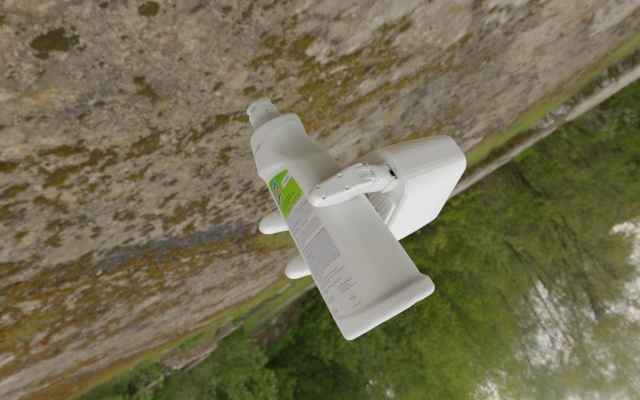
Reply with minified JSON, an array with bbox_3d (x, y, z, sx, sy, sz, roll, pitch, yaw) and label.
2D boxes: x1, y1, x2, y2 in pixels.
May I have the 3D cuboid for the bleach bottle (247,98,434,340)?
[{"bbox_3d":[0.000,0.002,0.462,0.068,0.250,0.103,-19,-19,-35],"label":"bleach bottle"}]
